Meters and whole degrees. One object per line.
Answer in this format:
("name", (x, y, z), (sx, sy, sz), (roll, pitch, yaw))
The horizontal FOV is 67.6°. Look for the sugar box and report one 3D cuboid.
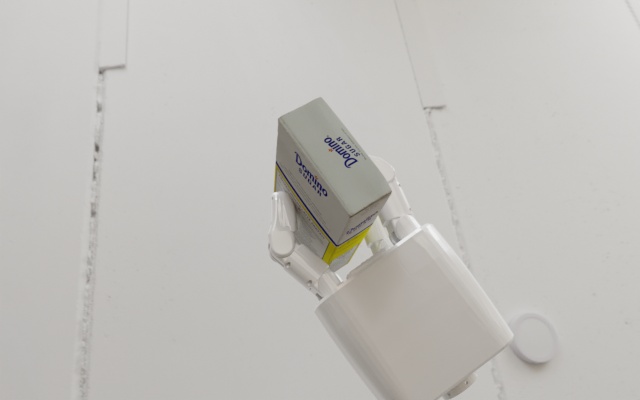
("sugar box", (0.001, 0.001, 0.411), (0.048, 0.093, 0.176), (-30, -16, -21))
